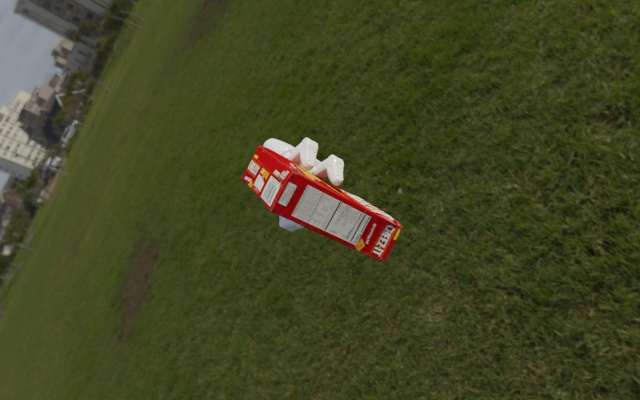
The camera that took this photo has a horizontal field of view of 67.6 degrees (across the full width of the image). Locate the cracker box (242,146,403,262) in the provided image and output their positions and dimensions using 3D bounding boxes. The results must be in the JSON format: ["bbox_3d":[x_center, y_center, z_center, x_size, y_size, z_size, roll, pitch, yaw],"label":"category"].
[{"bbox_3d":[0.000,0.003,0.750,0.214,0.072,0.164,26,6,-29],"label":"cracker box"}]
